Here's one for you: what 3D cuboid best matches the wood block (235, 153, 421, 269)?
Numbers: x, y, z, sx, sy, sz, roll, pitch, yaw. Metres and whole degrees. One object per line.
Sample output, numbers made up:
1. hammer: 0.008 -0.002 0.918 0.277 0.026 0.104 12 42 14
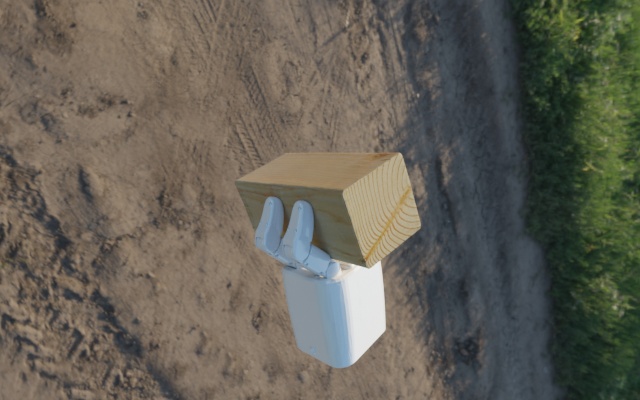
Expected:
1. wood block: 0.001 0.002 0.555 0.091 0.090 0.206 -33 24 -32
